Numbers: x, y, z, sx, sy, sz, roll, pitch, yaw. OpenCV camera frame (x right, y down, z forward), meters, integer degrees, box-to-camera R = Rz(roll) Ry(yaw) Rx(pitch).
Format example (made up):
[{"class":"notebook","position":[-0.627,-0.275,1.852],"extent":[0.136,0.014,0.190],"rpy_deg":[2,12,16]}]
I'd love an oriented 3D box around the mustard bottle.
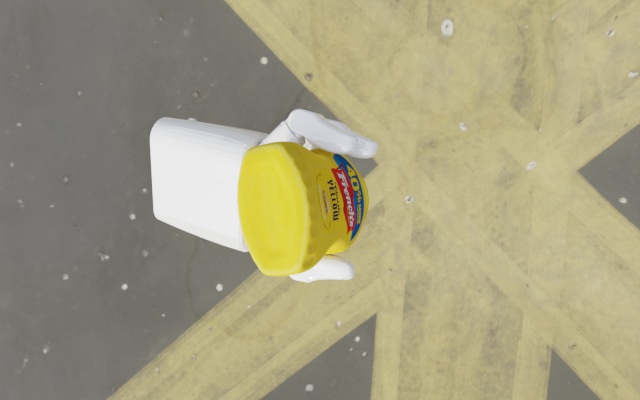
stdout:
[{"class":"mustard bottle","position":[0.000,0.001,0.420],"extent":[0.058,0.096,0.191],"rpy_deg":[-10,0,22]}]
